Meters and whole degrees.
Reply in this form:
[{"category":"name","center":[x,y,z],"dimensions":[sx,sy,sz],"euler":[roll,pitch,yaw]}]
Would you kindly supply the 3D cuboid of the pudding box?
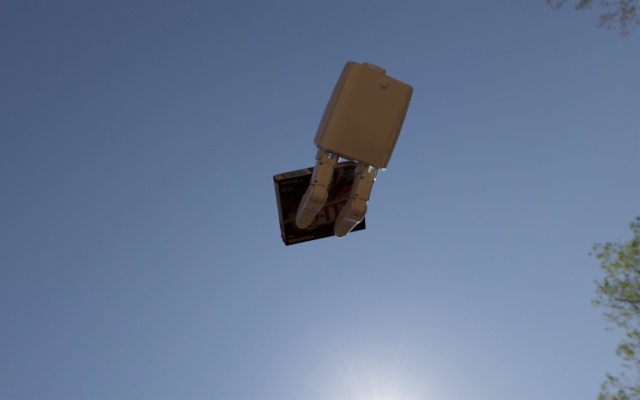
[{"category":"pudding box","center":[0.000,0.002,0.618],"dimensions":[0.113,0.090,0.039],"euler":[-11,19,-12]}]
